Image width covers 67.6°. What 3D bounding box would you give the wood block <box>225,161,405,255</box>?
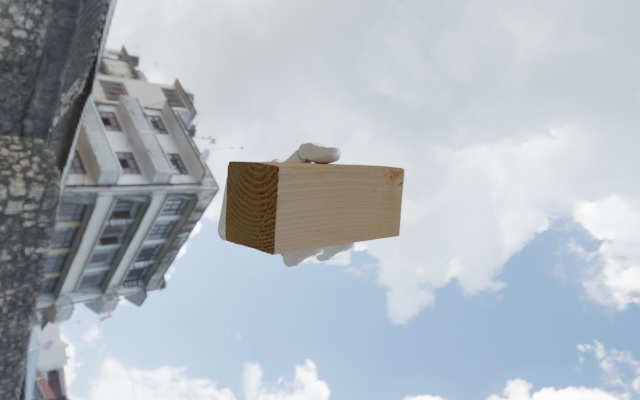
[{"bbox_3d":[0.000,0.001,0.566,0.206,0.091,0.090,-3,9,-44],"label":"wood block"}]
